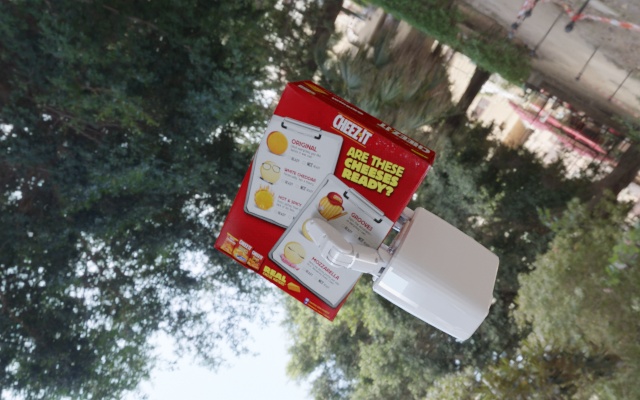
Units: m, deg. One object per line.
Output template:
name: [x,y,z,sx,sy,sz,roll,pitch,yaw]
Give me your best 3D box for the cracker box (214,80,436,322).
cracker box: [0.000,0.002,0.526,0.164,0.214,0.072,31,24,7]
